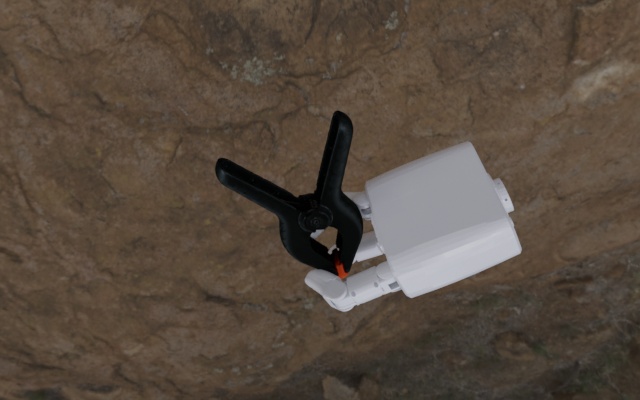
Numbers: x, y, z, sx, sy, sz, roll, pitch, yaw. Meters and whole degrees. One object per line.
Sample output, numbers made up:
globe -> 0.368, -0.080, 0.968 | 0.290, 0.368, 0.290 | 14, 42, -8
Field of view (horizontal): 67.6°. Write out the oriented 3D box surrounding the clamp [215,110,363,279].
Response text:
clamp -> 0.000, 0.002, 0.433 | 0.120, 0.171, 0.039 | -25, 38, 14
